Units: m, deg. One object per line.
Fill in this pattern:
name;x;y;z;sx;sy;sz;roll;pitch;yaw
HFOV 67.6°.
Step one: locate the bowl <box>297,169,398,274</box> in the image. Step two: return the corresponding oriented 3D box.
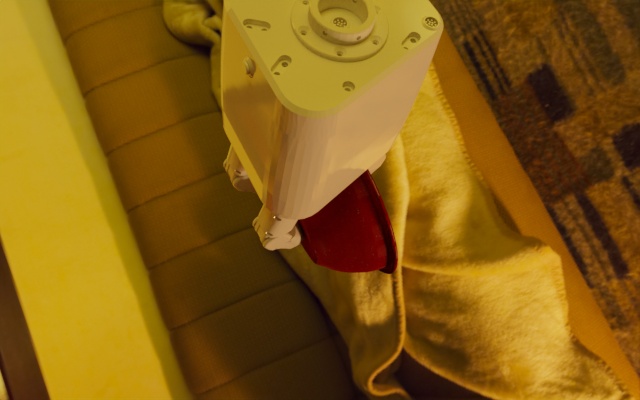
bowl;0.000;0.002;0.407;0.055;0.162;0.162;-27;5;-10
